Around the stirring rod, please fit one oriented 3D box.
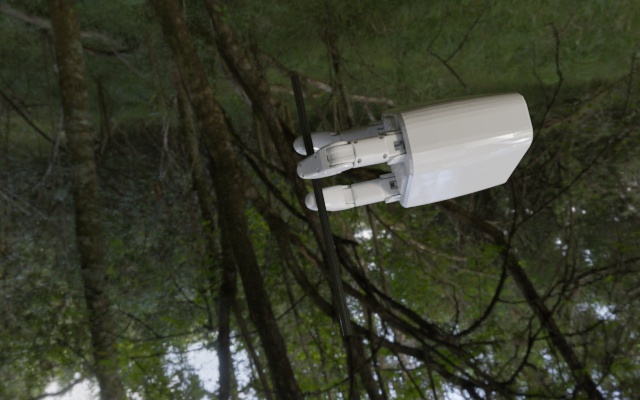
[{"bbox_3d":[0.000,0.001,0.434,0.011,0.239,0.011,-12,-5,-1],"label":"stirring rod"}]
